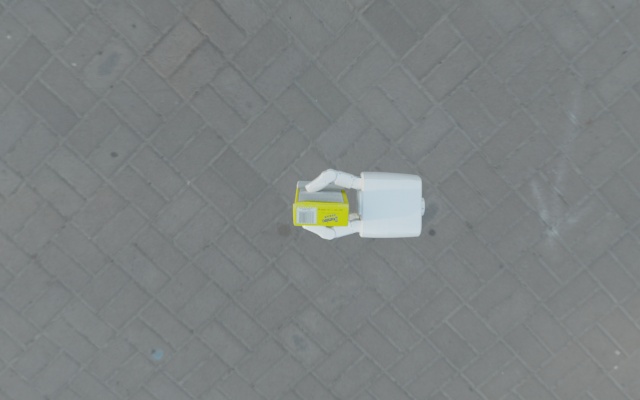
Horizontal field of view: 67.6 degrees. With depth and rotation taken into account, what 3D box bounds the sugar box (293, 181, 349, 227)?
[{"bbox_3d":[0.000,0.003,0.870,0.093,0.048,0.176,2,12,0],"label":"sugar box"}]
